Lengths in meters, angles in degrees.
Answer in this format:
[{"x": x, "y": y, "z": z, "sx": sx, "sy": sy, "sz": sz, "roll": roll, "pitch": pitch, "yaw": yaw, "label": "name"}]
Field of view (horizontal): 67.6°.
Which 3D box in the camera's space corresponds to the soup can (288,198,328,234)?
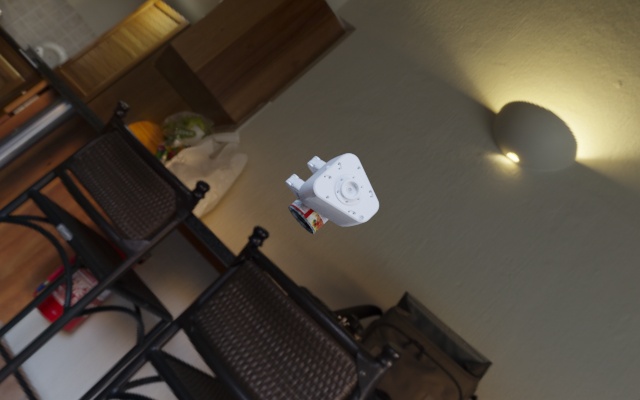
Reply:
[{"x": 0.000, "y": 0.003, "z": 0.884, "sx": 0.102, "sy": 0.068, "sz": 0.068, "roll": -43, "pitch": 12, "yaw": -13, "label": "soup can"}]
